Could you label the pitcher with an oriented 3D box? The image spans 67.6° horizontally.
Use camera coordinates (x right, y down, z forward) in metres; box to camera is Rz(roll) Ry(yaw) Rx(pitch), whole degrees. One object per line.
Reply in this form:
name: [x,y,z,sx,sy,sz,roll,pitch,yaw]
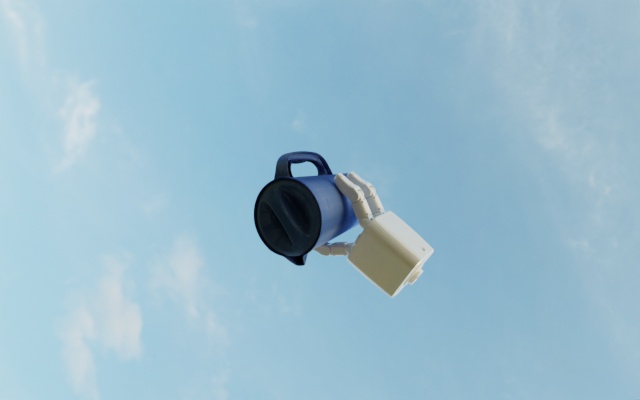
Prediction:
pitcher: [0.000,0.003,0.867,0.145,0.149,0.243,40,25,19]
